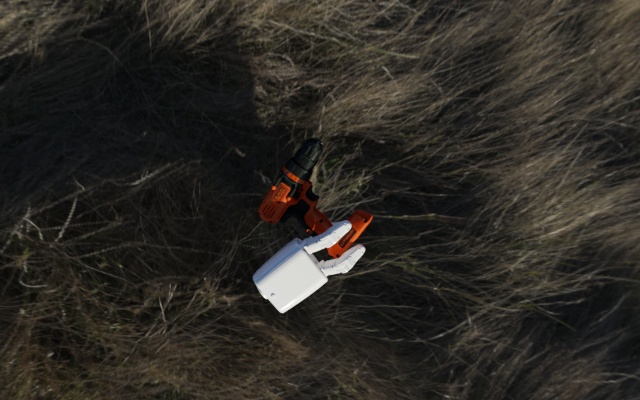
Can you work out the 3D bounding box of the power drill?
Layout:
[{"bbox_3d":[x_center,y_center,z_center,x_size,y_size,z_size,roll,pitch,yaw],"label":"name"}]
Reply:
[{"bbox_3d":[0.000,0.003,0.880,0.187,0.184,0.057,37,18,6],"label":"power drill"}]
